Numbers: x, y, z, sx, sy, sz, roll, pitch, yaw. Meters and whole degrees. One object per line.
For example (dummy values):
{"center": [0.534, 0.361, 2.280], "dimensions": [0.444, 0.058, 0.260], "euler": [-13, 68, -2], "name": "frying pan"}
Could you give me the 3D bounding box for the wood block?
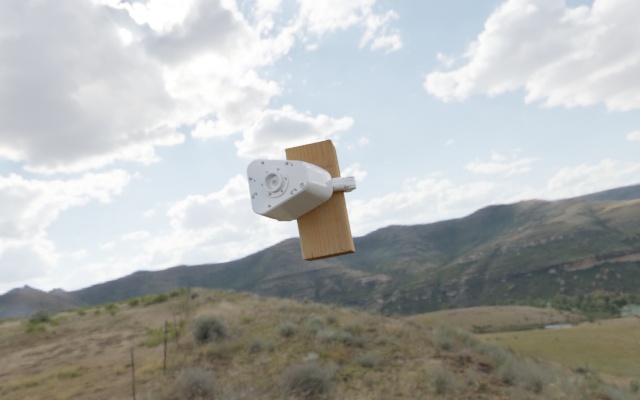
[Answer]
{"center": [0.000, 0.003, 0.893], "dimensions": [0.091, 0.206, 0.090], "euler": [-11, -10, 7], "name": "wood block"}
